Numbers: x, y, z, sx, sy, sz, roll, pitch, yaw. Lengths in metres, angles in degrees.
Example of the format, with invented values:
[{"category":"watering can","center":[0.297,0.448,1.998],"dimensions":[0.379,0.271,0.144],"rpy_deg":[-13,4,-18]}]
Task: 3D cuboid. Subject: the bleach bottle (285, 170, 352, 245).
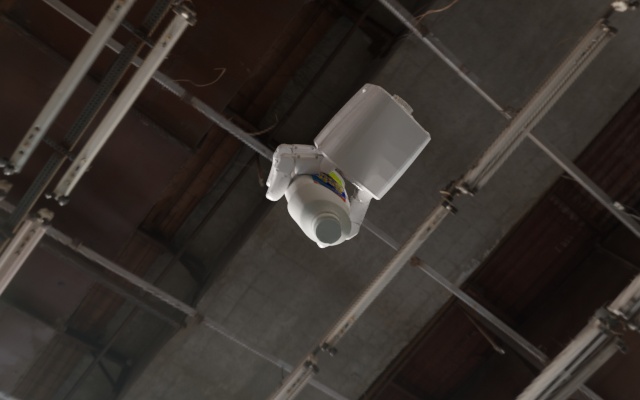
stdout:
[{"category":"bleach bottle","center":[0.000,0.002,0.618],"dimensions":[0.102,0.068,0.250],"rpy_deg":[38,9,-16]}]
